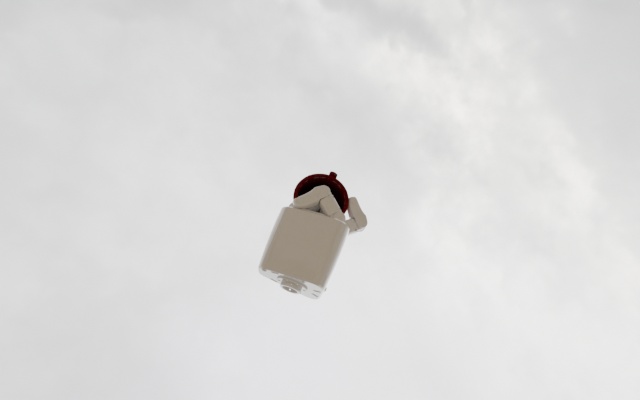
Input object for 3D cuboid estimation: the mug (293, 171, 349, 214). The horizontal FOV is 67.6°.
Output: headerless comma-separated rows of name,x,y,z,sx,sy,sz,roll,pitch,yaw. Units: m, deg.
mug,0.001,0.002,0.829,0.093,0.117,0.081,22,-25,2
